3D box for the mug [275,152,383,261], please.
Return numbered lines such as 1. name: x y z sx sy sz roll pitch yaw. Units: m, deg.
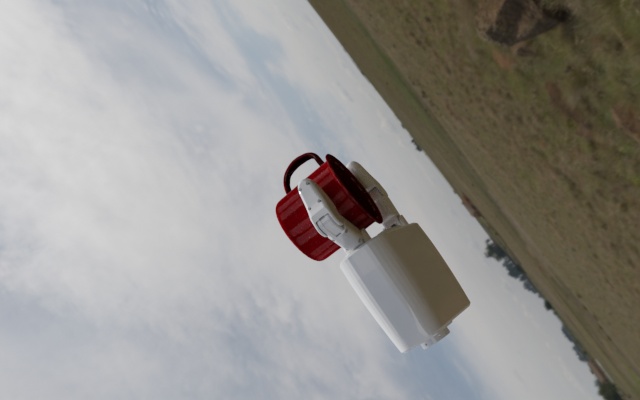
1. mug: -0.001 0.001 0.515 0.081 0.117 0.093 -39 -19 14
